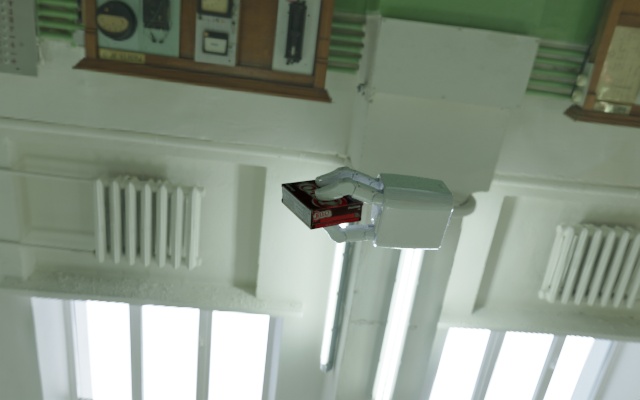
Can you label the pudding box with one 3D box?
[{"bbox_3d":[0.000,0.003,0.753,0.090,0.039,0.113,-8,24,-28],"label":"pudding box"}]
